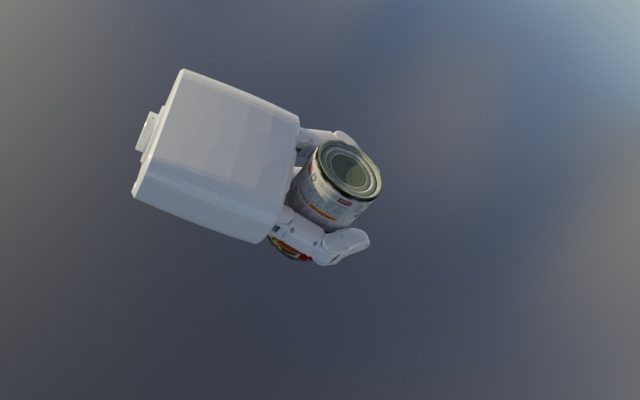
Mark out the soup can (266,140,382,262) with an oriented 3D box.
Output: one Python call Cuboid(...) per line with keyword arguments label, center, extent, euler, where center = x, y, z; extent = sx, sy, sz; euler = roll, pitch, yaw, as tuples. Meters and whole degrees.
Cuboid(label="soup can", center=(0.001, 0.002, 0.435), extent=(0.068, 0.068, 0.102), euler=(0, -35, -38))
